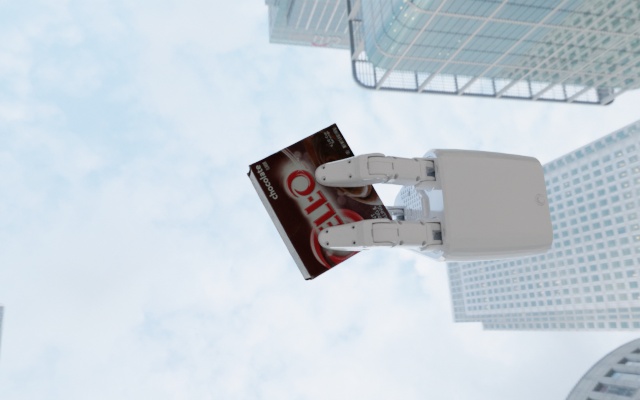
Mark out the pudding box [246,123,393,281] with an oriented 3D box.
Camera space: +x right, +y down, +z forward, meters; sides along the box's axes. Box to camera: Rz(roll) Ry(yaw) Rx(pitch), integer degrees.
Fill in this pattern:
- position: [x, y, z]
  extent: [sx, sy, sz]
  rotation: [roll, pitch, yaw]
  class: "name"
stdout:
- position: [0.000, 0.001, 0.424]
  extent: [0.090, 0.113, 0.039]
  rotation: [-29, -6, -19]
  class: "pudding box"
